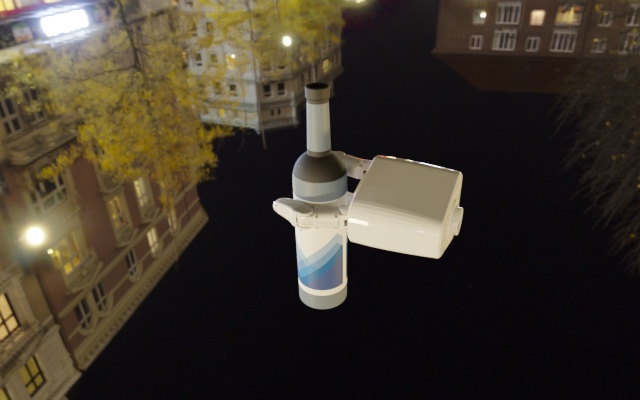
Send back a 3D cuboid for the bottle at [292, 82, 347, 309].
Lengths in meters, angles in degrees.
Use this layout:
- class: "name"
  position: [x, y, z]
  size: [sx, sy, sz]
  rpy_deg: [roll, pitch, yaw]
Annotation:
- class: "bottle"
  position: [0.000, 0.002, 0.596]
  size: [0.069, 0.296, 0.069]
  rpy_deg: [-1, 30, 1]
